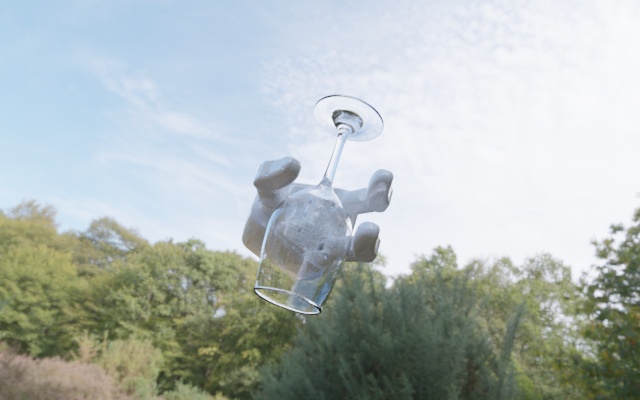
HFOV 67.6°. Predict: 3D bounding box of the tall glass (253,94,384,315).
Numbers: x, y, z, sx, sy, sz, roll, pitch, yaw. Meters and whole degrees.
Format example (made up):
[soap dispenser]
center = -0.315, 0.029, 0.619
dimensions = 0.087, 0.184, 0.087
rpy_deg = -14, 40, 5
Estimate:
[tall glass]
center = 0.000, 0.001, 0.450
dimensions = 0.079, 0.201, 0.079
rpy_deg = 15, -25, 7
